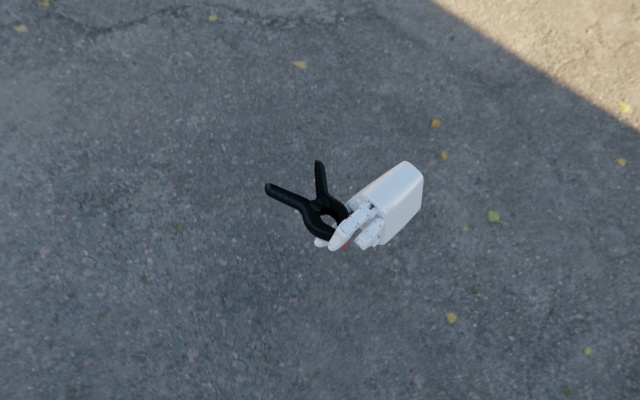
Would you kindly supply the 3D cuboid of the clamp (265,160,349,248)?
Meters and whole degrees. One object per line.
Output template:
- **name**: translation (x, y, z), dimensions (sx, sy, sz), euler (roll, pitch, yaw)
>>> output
- **clamp**: translation (0.000, 0.003, 0.823), dimensions (0.120, 0.171, 0.039), euler (-39, -17, -23)
